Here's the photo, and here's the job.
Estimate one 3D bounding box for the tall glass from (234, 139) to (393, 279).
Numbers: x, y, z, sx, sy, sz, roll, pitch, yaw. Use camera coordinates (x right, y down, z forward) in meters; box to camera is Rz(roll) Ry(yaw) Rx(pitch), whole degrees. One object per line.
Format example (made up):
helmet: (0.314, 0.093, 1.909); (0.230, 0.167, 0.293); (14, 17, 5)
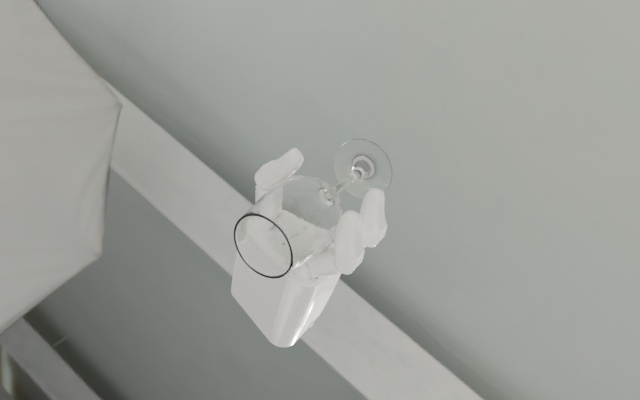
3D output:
tall glass: (0.000, 0.001, 0.481); (0.079, 0.079, 0.201); (0, 22, 32)
